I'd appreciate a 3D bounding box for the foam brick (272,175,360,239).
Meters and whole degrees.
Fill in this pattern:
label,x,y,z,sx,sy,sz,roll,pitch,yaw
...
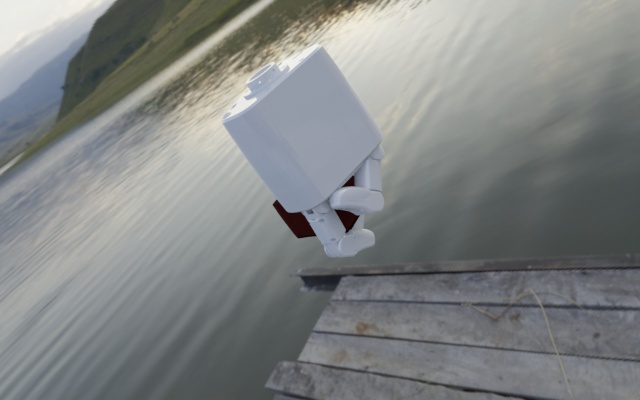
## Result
label,x,y,z,sx,sy,sz,roll,pitch,yaw
foam brick,0.000,0.002,0.496,0.078,0.051,0.053,-11,35,45
